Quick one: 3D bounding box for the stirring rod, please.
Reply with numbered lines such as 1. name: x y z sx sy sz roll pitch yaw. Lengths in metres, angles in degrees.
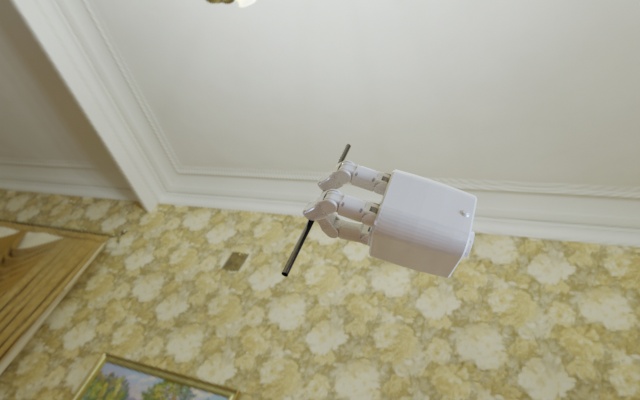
1. stirring rod: 0.000 0.002 0.617 0.011 0.011 0.239 0 43 27
